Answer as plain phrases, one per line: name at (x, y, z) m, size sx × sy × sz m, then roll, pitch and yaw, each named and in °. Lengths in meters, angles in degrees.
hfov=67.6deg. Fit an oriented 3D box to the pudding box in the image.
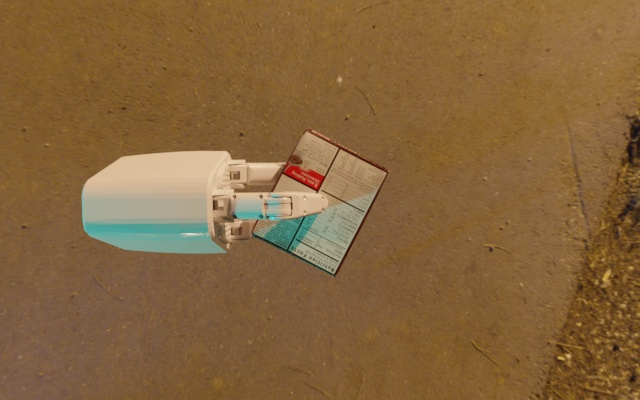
pudding box at (0.000, 0.001, 0.447) m, size 0.090 × 0.113 × 0.039 m, roll 27°, pitch 4°, yaw -1°
